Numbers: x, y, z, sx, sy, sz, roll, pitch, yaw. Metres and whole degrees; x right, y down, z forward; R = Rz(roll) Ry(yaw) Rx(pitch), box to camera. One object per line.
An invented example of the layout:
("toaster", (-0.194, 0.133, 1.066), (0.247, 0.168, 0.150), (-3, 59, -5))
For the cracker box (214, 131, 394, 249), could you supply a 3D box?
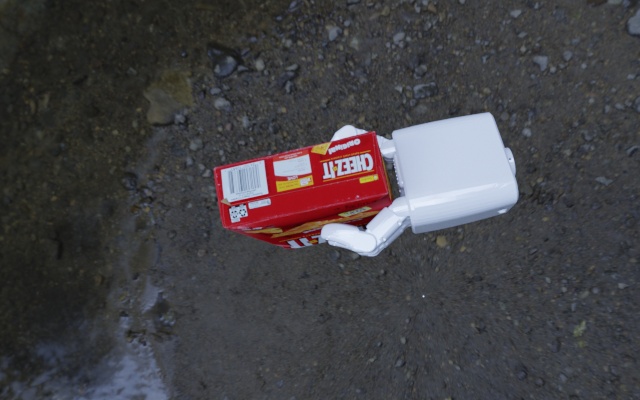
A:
("cracker box", (0.000, 0.002, 0.545), (0.164, 0.072, 0.214), (-12, -13, 9))
